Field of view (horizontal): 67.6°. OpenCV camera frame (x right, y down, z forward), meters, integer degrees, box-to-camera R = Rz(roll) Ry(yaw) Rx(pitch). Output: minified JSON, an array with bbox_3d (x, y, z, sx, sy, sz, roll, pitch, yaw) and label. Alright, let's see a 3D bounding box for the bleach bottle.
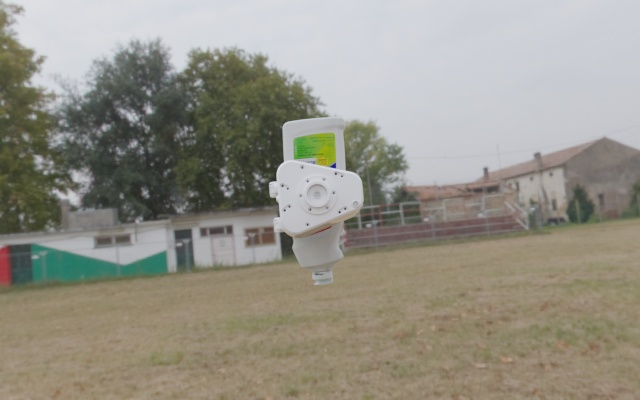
[{"bbox_3d":[0.000,0.002,0.742,0.102,0.251,0.068,-6,-4,-1],"label":"bleach bottle"}]
